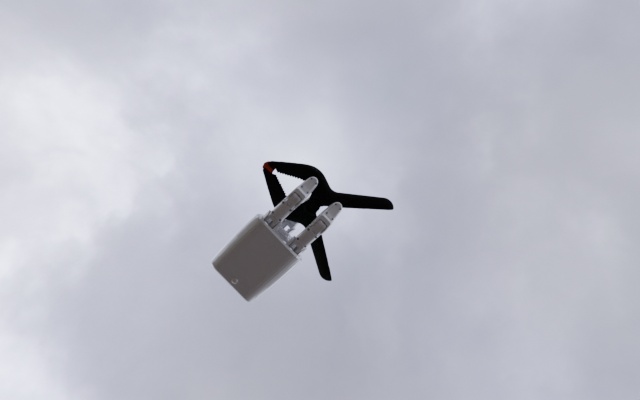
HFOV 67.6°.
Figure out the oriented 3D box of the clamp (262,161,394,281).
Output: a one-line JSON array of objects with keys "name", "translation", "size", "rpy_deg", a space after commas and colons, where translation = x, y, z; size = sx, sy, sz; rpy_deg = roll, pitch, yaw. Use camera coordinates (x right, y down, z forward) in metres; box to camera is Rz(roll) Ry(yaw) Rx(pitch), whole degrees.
[{"name": "clamp", "translation": [0.000, 0.002, 0.757], "size": [0.164, 0.210, 0.036], "rpy_deg": [-43, 5, 3]}]
